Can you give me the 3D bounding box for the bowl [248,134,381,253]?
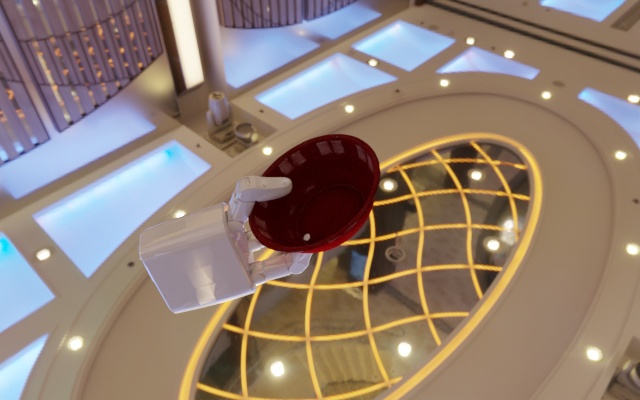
[{"bbox_3d":[0.001,0.002,0.542,0.162,0.162,0.055,0,-35,32],"label":"bowl"}]
